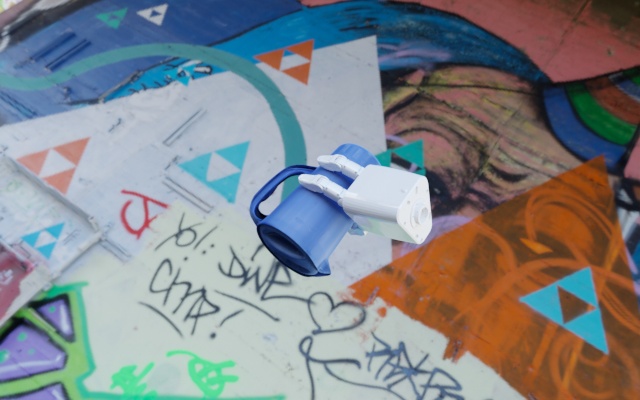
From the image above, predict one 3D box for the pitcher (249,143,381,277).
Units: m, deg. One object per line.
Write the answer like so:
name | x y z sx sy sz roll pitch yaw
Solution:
pitcher | 0.000 0.003 0.862 0.145 0.149 0.242 13 53 43
